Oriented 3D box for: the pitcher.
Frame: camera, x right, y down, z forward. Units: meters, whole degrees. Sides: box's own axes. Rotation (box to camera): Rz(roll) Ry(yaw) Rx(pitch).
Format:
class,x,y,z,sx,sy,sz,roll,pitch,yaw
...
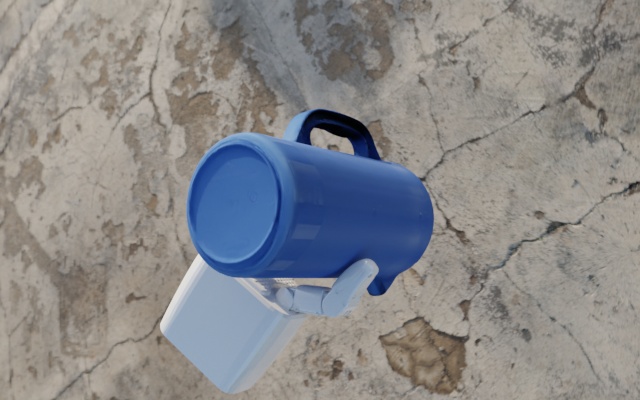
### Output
class,x,y,z,sx,sy,sz,roll,pitch,yaw
pitcher,0.000,0.002,0.445,0.149,0.145,0.243,44,18,28
